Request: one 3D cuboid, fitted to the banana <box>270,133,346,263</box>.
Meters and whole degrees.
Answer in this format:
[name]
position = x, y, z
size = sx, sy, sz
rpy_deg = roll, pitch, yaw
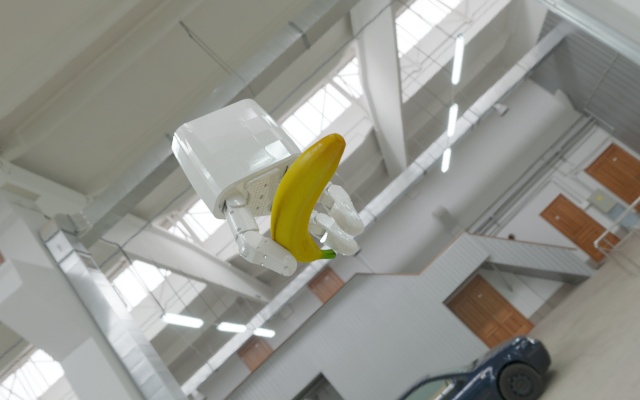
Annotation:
[banana]
position = -0.016, 0.011, 0.458
size = 0.069, 0.037, 0.198
rpy_deg = -25, -30, -18
